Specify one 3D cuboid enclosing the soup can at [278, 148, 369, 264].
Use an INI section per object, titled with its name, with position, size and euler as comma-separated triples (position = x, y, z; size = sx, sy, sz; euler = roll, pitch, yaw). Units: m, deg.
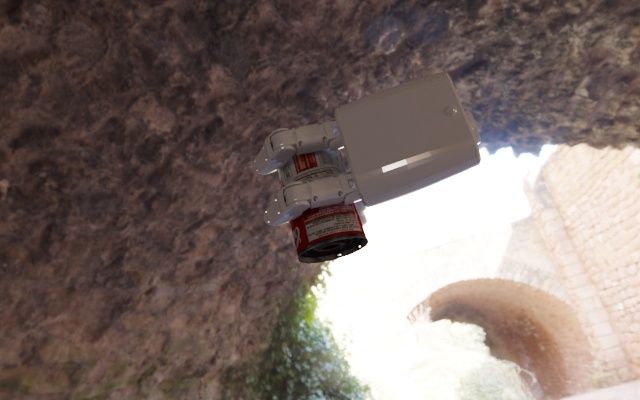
[soup can]
position = 0.000, 0.001, 0.462
size = 0.068, 0.102, 0.068
euler = -13, -20, -5
